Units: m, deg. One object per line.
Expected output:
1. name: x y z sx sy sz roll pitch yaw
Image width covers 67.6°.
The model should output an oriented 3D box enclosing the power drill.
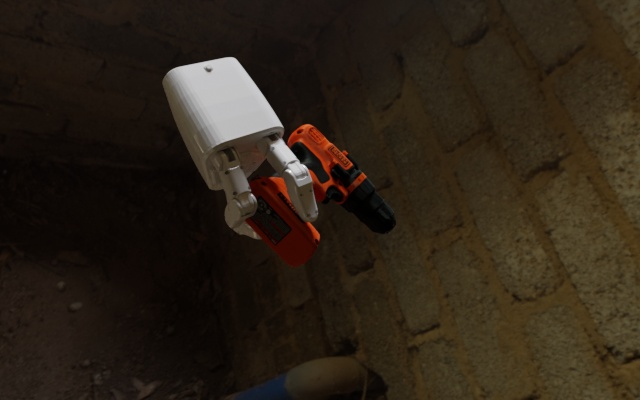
1. power drill: 0.000 0.002 0.586 0.057 0.184 0.187 -47 -3 36
